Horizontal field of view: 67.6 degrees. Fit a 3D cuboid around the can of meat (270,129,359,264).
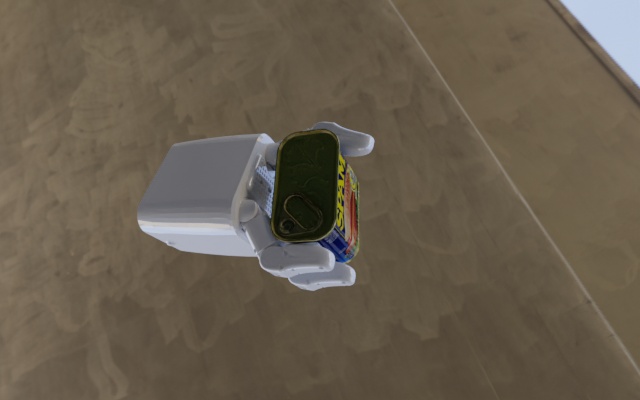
[{"bbox_3d":[0.000,0.001,0.431,0.057,0.102,0.084,-5,-24,18],"label":"can of meat"}]
